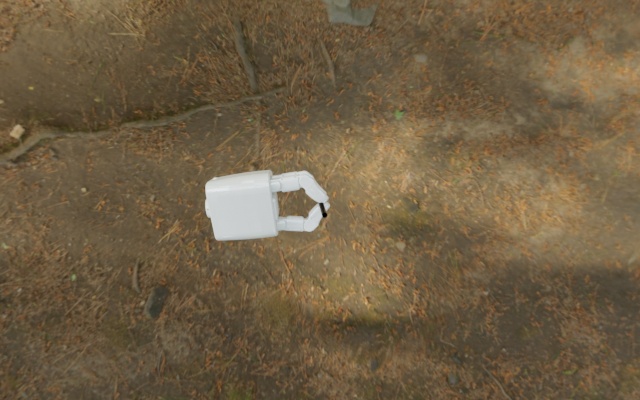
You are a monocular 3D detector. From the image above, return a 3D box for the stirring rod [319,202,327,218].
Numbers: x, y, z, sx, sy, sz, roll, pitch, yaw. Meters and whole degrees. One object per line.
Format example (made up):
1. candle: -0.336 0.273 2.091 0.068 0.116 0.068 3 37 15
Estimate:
1. stirring rod: 0.000 0.003 0.812 0.011 0.011 0.239 0 9 -3
